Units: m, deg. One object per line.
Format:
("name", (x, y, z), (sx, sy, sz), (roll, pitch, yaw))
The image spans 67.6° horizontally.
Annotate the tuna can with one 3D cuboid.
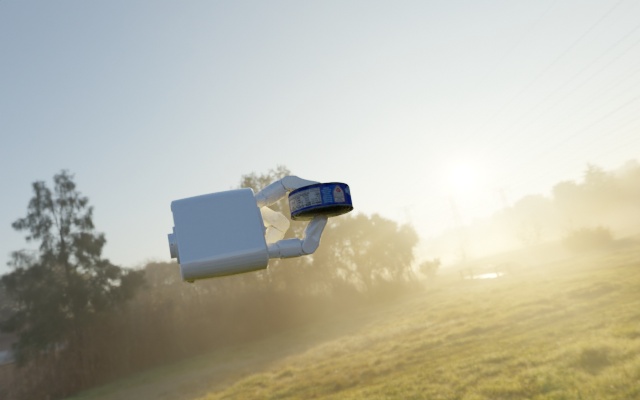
("tuna can", (0.000, 0.002, 0.640), (0.086, 0.033, 0.086), (-9, -12, -2))
